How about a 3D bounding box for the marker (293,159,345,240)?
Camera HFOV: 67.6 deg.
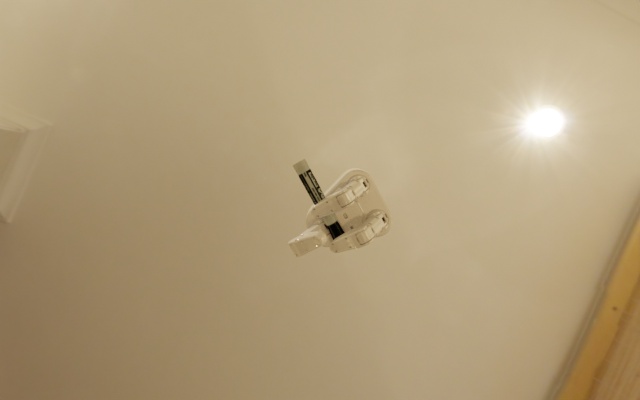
[{"bbox_3d":[0.000,0.002,0.633,0.020,0.121,0.020,-28,5,3],"label":"marker"}]
